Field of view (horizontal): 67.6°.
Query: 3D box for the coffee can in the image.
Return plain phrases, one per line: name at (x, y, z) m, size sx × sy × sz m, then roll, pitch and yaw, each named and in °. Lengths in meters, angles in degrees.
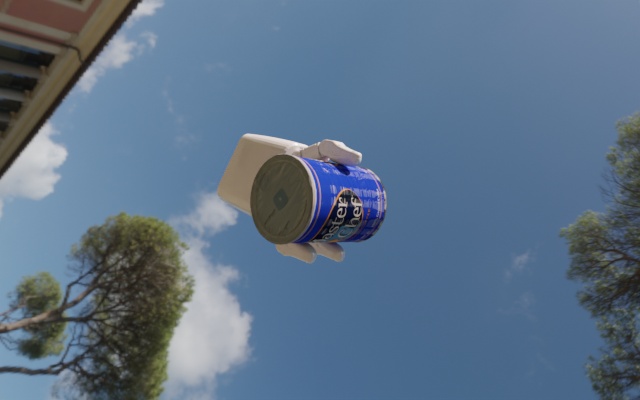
coffee can at (0.000, 0.002, 0.588) m, size 0.103 × 0.103 × 0.140 m, roll 0°, pitch -3°, yaw 42°
